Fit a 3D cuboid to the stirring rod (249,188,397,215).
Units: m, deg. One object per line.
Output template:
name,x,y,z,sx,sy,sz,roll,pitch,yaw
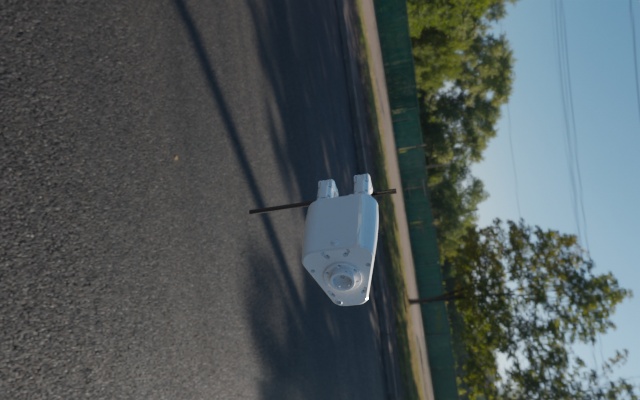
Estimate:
stirring rod,0.000,0.003,0.759,0.239,0.011,0.011,-8,-2,13
